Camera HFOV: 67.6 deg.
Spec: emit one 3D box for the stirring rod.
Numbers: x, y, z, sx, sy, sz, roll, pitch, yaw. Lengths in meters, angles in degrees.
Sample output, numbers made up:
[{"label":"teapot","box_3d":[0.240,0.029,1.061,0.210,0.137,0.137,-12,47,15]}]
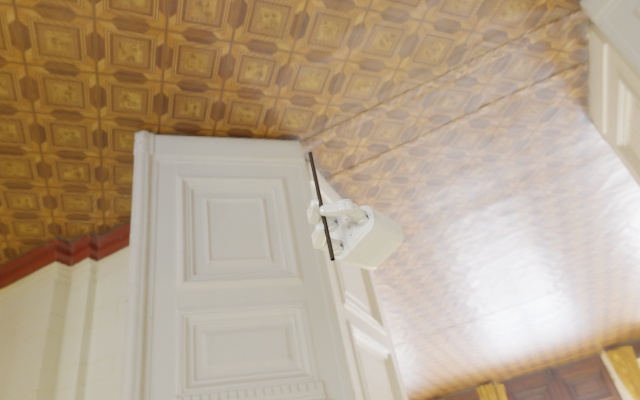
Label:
[{"label":"stirring rod","box_3d":[0.000,0.003,0.862,0.011,0.239,0.011,-8,-36,-6]}]
